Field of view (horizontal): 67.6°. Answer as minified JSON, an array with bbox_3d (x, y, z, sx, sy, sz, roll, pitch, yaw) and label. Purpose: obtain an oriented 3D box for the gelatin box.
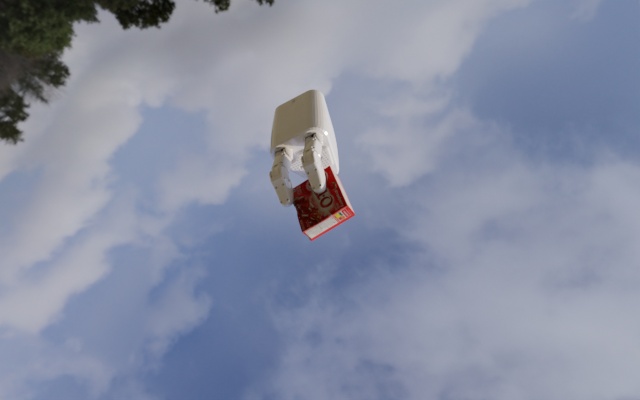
[{"bbox_3d":[0.000,0.003,0.676,0.073,0.089,0.030,-31,-44,11],"label":"gelatin box"}]
